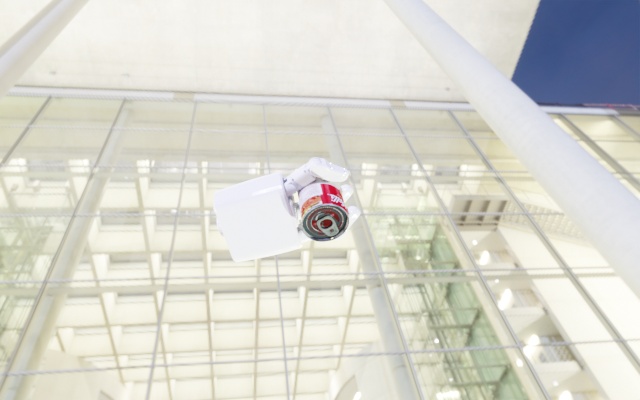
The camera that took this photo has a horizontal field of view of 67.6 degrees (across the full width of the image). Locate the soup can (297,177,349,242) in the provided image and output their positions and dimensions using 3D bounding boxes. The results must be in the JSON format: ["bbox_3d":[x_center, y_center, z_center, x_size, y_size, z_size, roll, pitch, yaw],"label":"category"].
[{"bbox_3d":[0.001,0.002,0.702,0.068,0.069,0.102,0,37,-10],"label":"soup can"}]
